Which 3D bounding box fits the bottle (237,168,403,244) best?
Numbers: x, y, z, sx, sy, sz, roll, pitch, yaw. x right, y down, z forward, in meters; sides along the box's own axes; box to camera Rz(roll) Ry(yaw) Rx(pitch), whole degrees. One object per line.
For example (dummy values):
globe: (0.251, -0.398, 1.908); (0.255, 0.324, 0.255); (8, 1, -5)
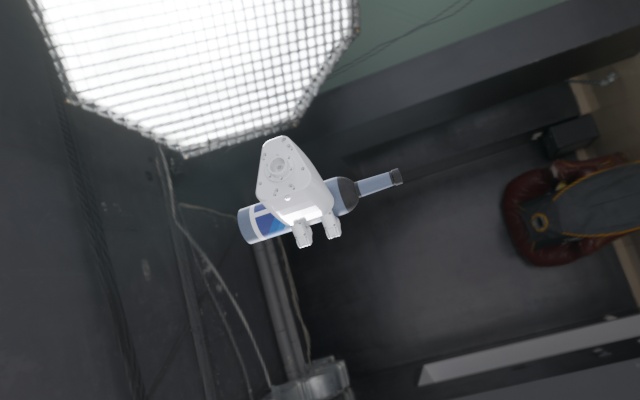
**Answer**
bottle: (0.000, 0.003, 0.843); (0.296, 0.069, 0.069); (-18, -4, 12)
